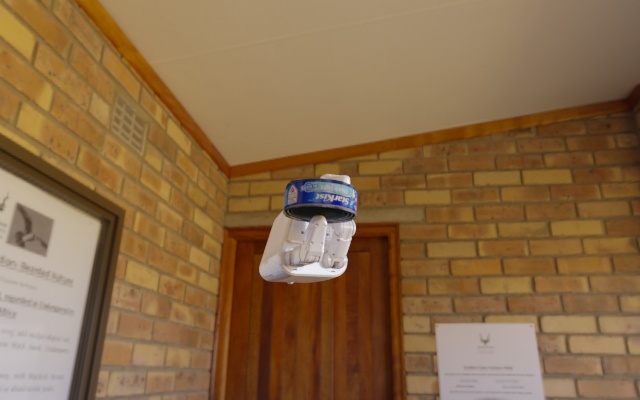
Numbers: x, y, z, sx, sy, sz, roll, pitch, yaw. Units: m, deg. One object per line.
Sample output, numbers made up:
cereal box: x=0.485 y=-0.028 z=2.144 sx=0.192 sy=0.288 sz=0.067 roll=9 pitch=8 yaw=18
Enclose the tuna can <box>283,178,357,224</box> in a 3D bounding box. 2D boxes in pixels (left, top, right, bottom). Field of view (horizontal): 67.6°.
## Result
tuna can: x=0.000 y=0.001 z=0.560 sx=0.086 sy=0.033 sz=0.086 roll=3 pitch=-15 yaw=1
